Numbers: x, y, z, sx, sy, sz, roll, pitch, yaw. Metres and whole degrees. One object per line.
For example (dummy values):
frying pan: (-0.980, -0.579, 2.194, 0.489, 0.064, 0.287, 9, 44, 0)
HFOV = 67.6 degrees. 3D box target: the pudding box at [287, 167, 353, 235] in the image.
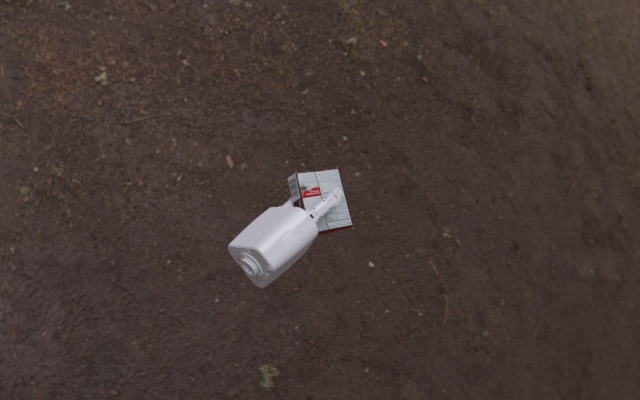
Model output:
pudding box: (0.000, 0.003, 0.840, 0.090, 0.113, 0.039, -8, -9, -30)
